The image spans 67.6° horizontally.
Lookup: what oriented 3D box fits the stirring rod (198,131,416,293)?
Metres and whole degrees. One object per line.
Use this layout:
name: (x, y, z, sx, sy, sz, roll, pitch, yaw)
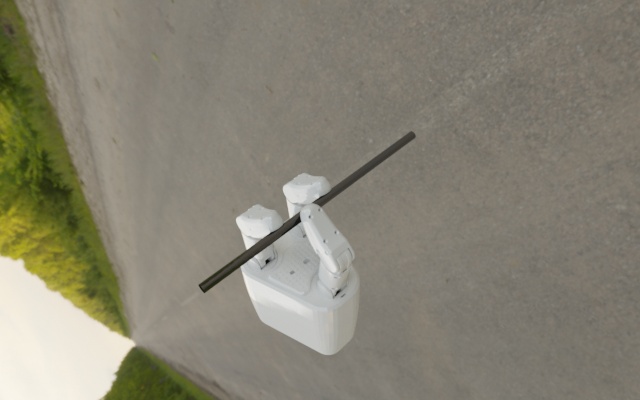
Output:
stirring rod: (0.000, 0.001, 0.403, 0.239, 0.011, 0.011, -36, 17, -26)
